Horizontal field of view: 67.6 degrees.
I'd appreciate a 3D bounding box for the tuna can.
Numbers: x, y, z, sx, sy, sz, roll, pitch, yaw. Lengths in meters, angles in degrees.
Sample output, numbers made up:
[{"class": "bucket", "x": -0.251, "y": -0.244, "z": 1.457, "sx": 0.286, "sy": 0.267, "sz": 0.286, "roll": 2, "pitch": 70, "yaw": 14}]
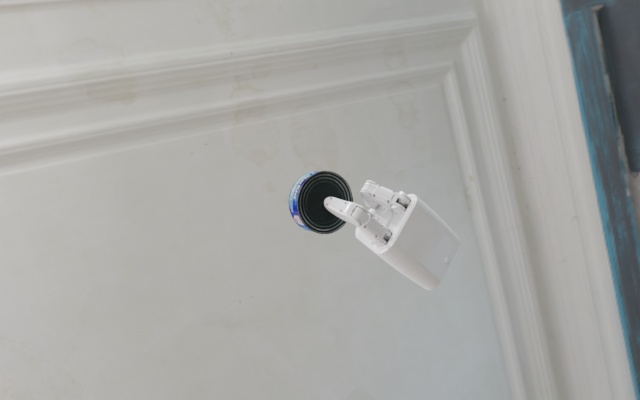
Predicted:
[{"class": "tuna can", "x": 0.000, "y": 0.002, "z": 0.657, "sx": 0.086, "sy": 0.086, "sz": 0.034, "roll": 0, "pitch": 3, "yaw": -28}]
